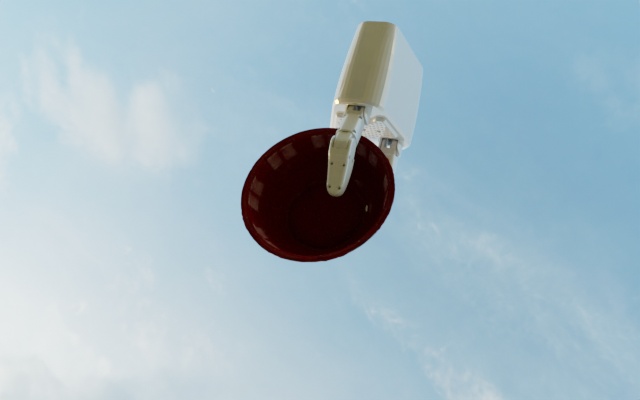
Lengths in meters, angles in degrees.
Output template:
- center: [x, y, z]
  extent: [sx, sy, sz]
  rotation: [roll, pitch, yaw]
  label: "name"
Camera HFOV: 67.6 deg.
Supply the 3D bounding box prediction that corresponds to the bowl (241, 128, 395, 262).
- center: [-0.001, 0.003, 0.510]
  extent: [0.162, 0.162, 0.055]
  rotation: [0, -31, 13]
  label: "bowl"
